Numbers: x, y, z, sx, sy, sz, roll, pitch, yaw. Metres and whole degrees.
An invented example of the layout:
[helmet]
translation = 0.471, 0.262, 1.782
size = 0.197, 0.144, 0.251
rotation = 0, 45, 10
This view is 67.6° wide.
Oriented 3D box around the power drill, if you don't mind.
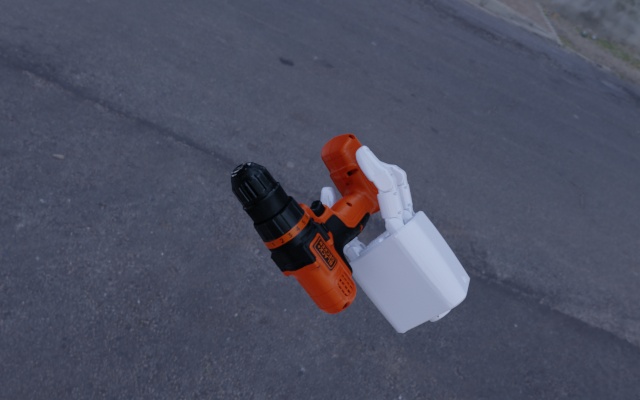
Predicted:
[power drill]
translation = 0.000, 0.002, 0.531
size = 0.057, 0.184, 0.187
rotation = -18, 23, 40
